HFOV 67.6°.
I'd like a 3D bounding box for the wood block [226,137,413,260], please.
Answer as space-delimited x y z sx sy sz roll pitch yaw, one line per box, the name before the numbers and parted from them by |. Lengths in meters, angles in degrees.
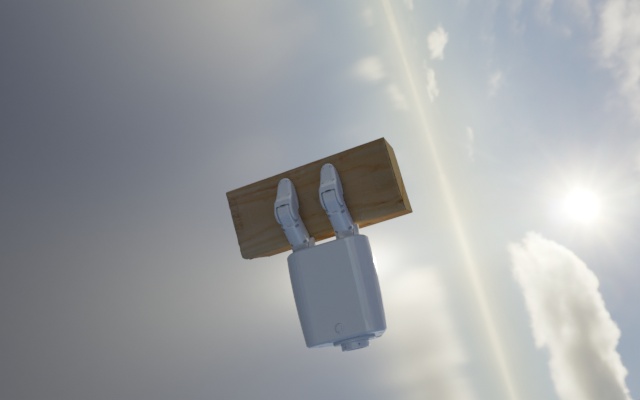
wood block | 0.000 0.002 0.602 0.206 0.090 0.091 -18 -8 14
